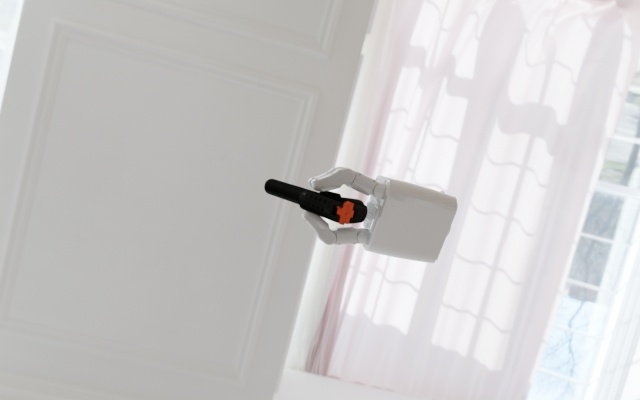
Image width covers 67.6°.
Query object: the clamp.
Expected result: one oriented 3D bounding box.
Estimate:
[{"bbox_3d":[0.000,0.003,0.674,0.164,0.036,0.210,13,4,-7],"label":"clamp"}]
